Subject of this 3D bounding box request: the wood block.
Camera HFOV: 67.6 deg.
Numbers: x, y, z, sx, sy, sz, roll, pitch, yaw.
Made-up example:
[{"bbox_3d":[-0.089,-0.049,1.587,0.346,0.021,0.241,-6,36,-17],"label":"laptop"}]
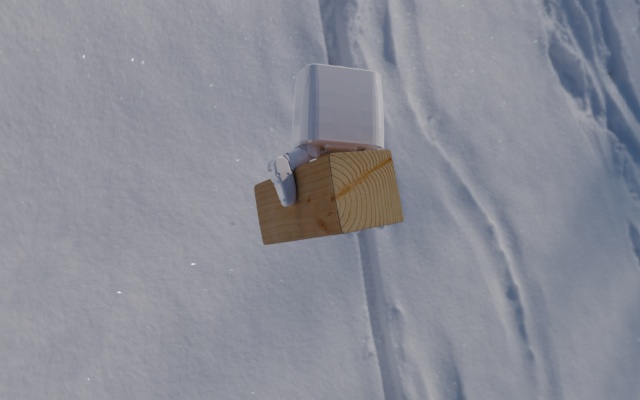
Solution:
[{"bbox_3d":[0.000,0.002,0.621,0.091,0.090,0.206,-8,-4,-32],"label":"wood block"}]
